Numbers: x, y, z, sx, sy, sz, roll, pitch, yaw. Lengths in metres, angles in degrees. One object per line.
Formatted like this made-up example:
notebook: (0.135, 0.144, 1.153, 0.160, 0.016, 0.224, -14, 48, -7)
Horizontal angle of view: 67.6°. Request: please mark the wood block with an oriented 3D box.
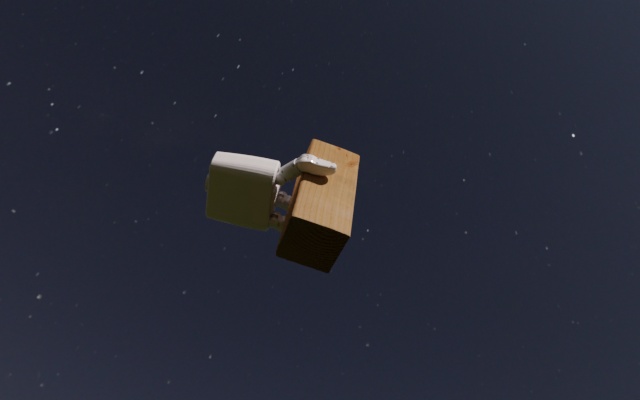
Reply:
wood block: (0.000, 0.002, 0.771, 0.090, 0.091, 0.206, 20, 40, -7)
